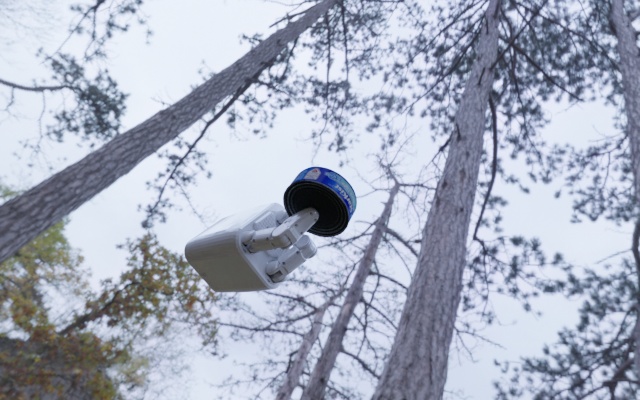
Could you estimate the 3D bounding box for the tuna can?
[{"bbox_3d":[0.000,0.002,0.578,0.086,0.086,0.033,0,37,30],"label":"tuna can"}]
